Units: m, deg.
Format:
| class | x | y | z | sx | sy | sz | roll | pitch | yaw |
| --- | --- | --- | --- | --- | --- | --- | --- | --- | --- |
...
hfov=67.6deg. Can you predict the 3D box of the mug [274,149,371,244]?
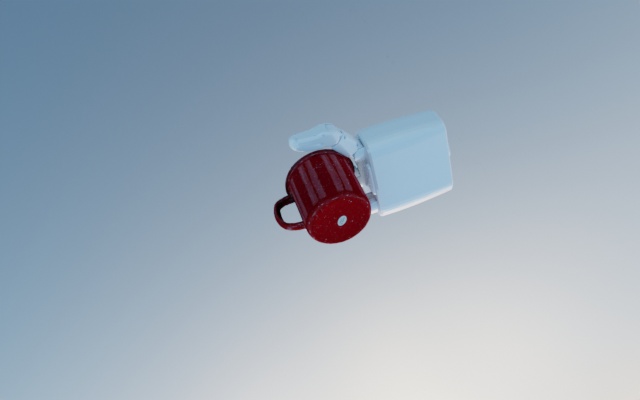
| class | x | y | z | sx | sy | sz | roll | pitch | yaw |
| --- | --- | --- | --- | --- | --- | --- | --- | --- | --- |
| mug | -0.001 | 0.002 | 0.580 | 0.117 | 0.093 | 0.081 | -19 | 44 | -6 |
